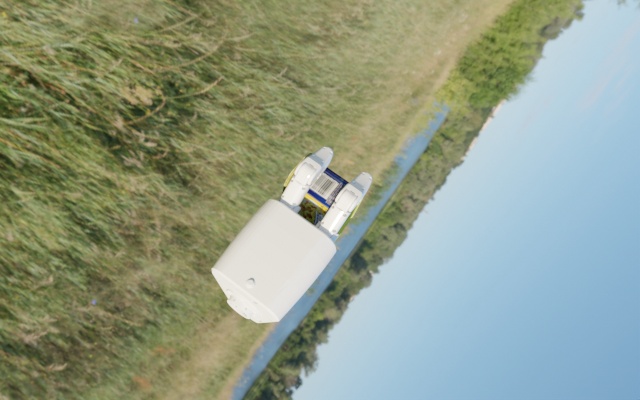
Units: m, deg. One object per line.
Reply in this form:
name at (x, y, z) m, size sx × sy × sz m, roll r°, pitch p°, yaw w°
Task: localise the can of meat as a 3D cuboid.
can of meat at (0.000, 0.002, 0.600) m, size 0.084 × 0.057 × 0.102 m, roll 35°, pitch -28°, yaw 9°
